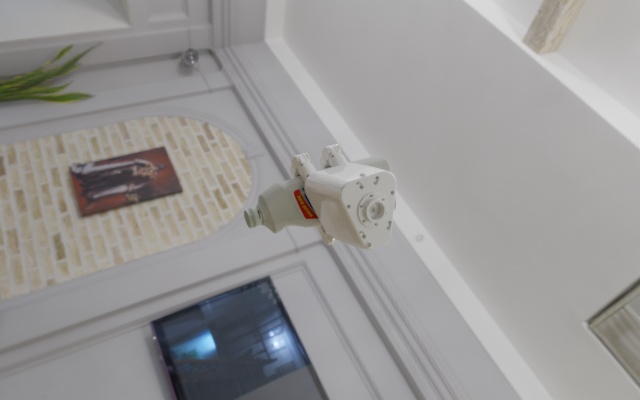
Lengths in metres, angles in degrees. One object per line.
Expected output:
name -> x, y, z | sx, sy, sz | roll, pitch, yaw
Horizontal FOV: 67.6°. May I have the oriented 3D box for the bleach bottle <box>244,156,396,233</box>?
bleach bottle -> 0.000, 0.002, 0.776 | 0.251, 0.102, 0.068 | -17, 16, -23
